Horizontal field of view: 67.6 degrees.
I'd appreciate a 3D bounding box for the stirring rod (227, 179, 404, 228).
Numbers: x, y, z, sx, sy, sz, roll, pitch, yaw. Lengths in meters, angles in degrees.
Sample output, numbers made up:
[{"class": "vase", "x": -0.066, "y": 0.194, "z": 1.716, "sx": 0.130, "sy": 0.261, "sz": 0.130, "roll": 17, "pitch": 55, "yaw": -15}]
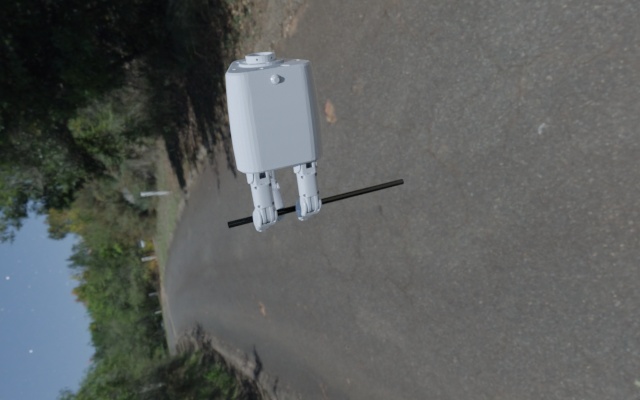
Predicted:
[{"class": "stirring rod", "x": 0.000, "y": 0.002, "z": 0.612, "sx": 0.239, "sy": 0.011, "sz": 0.011, "roll": -14, "pitch": 4, "yaw": -18}]
